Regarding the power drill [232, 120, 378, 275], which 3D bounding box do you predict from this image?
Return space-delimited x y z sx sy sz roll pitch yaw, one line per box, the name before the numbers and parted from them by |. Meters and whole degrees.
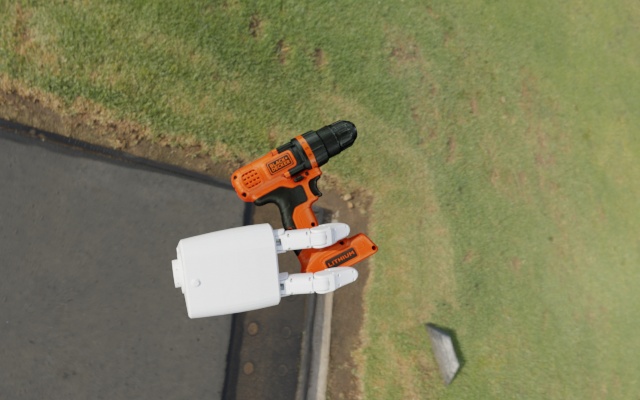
power drill | 0.000 0.003 0.639 0.184 0.187 0.057 -28 -6 -7
